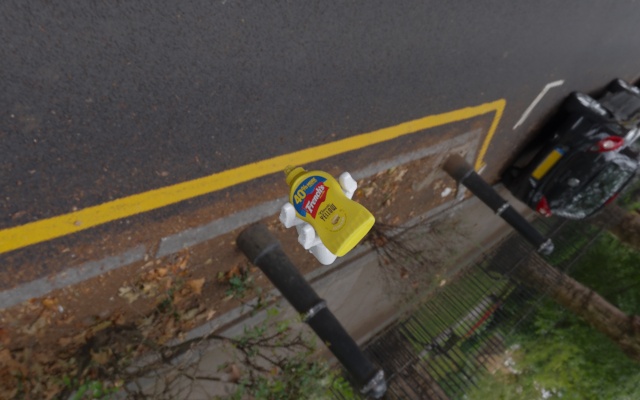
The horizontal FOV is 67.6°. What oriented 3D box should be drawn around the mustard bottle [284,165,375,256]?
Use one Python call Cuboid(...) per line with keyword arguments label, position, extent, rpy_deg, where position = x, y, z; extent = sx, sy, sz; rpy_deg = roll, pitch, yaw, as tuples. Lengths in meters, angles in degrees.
Cuboid(label="mustard bottle", position=(0.000, 0.003, 0.857), extent=(0.191, 0.096, 0.058), rpy_deg=(46, 8, 23))
